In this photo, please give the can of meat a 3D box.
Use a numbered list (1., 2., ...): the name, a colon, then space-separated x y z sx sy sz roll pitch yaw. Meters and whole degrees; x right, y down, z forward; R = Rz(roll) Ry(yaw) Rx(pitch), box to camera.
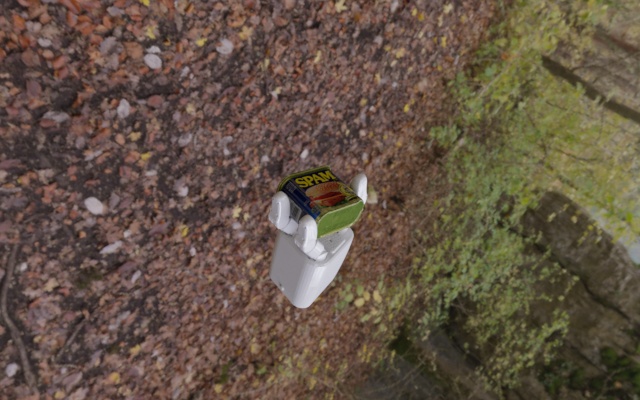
1. can of meat: 0.000 0.002 0.676 0.102 0.057 0.084 -18 51 -42
